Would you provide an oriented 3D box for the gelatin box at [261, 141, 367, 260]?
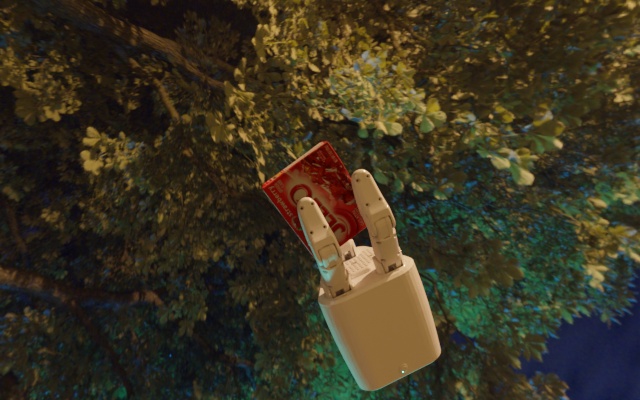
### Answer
[{"bbox_3d":[0.000,0.001,0.445,0.073,0.089,0.030,-36,11,-4],"label":"gelatin box"}]
